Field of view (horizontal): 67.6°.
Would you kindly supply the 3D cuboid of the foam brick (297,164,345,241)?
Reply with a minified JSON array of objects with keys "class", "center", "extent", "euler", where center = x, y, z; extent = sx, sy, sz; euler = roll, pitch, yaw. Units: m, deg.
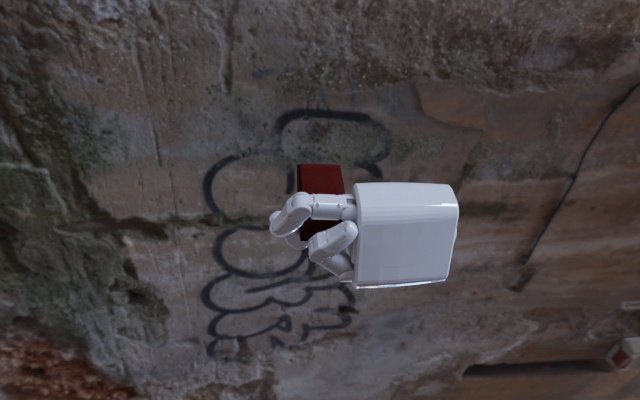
[{"class":"foam brick","center":[0.000,0.002,0.551],"extent":[0.051,0.078,0.053],"euler":[-2,-45,-5]}]
